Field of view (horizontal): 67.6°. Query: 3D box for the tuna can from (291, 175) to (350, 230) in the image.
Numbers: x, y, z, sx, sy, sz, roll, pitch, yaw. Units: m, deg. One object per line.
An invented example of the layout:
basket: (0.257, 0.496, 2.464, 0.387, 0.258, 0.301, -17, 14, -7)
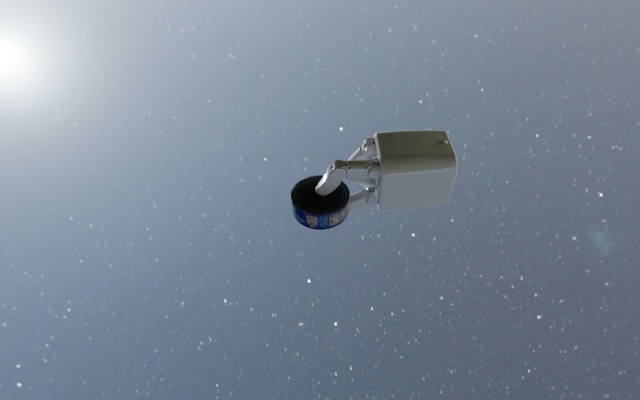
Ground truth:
tuna can: (0.000, 0.003, 0.700, 0.086, 0.034, 0.086, -1, 42, 1)
